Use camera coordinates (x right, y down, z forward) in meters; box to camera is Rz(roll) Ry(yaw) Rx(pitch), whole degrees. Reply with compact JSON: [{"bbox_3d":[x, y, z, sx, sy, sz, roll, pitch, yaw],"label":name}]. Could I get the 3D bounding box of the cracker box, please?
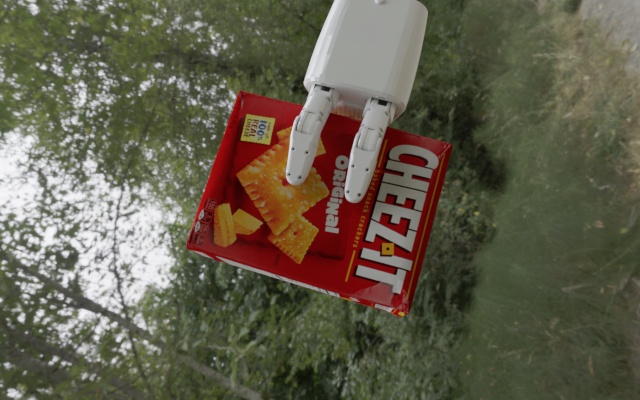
[{"bbox_3d":[0.000,0.002,0.461,0.213,0.164,0.072,15,-12,8],"label":"cracker box"}]
